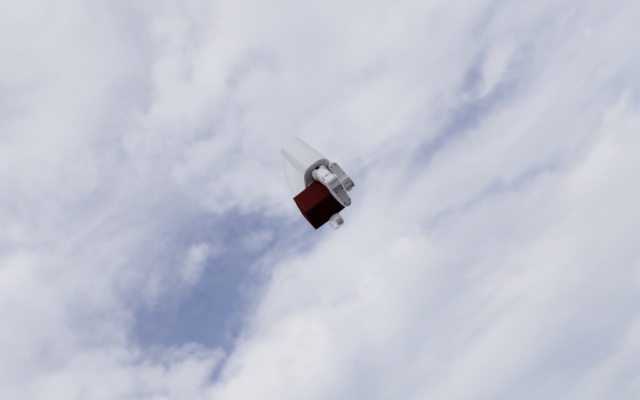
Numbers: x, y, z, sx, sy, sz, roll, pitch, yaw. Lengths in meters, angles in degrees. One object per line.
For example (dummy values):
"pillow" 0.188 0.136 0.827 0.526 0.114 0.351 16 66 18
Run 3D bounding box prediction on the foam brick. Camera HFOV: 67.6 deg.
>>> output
"foam brick" 0.000 0.003 0.856 0.078 0.053 0.051 -37 46 -9
